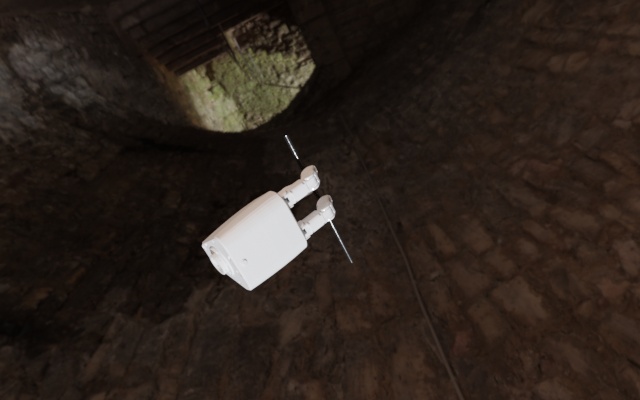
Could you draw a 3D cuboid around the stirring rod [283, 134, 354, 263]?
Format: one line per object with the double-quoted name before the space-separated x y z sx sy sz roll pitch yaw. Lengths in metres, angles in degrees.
"stirring rod" 0.000 0.002 0.750 0.011 0.240 0.011 -23 22 10
